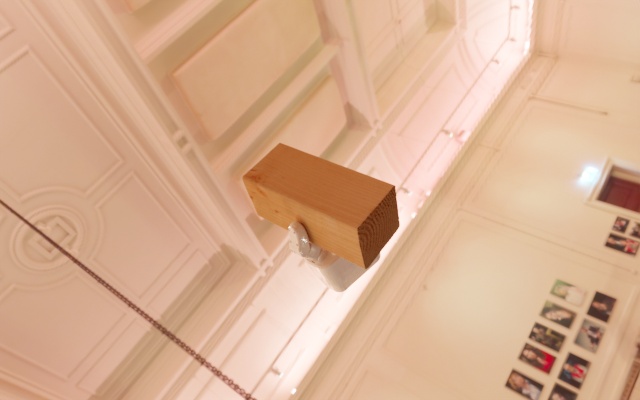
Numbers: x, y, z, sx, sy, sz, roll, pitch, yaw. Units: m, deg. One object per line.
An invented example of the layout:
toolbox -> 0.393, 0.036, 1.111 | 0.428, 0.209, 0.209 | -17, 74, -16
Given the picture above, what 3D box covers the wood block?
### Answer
wood block -> 0.000, 0.003, 0.688 | 0.206, 0.090, 0.090 | 23, 56, 32
